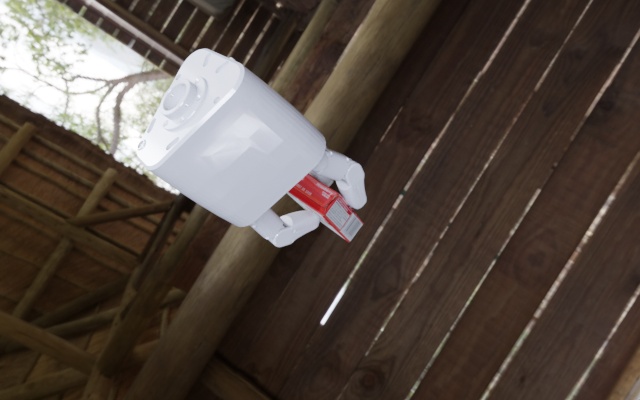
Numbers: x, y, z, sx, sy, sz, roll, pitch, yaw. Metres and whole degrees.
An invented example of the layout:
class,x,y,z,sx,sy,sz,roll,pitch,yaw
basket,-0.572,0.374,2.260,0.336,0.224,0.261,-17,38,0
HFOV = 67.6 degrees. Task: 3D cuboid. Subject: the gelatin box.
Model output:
class,x,y,z,sx,sy,sz,roll,pitch,yaw
gelatin box,0.000,0.002,0.510,0.073,0.030,0.089,35,-6,31
